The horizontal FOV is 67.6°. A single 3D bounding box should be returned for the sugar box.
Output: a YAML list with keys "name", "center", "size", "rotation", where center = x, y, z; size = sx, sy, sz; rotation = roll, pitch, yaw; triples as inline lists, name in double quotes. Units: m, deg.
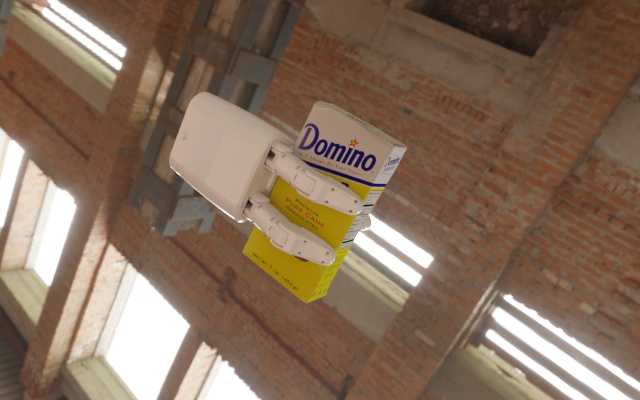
- name: "sugar box"
  center: [0.000, 0.002, 0.469]
  size: [0.093, 0.176, 0.048]
  rotation: [33, 19, 22]
